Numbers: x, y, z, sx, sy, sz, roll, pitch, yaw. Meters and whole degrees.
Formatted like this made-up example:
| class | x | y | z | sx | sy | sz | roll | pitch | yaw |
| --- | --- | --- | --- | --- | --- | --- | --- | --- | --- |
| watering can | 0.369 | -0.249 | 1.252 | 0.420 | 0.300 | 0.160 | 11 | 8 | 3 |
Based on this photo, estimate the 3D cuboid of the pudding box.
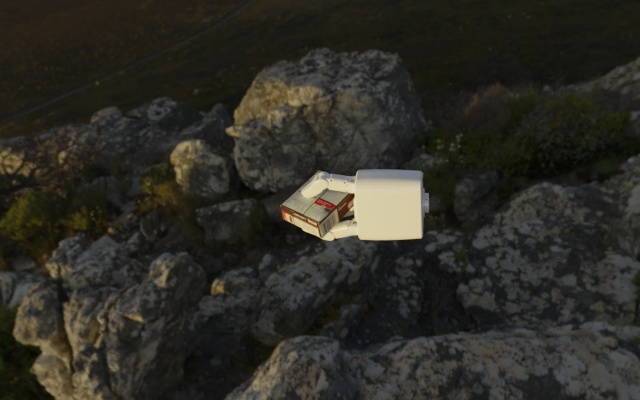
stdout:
| class | x | y | z | sx | sy | sz | roll | pitch | yaw |
| --- | --- | --- | --- | --- | --- | --- | --- | --- | --- |
| pudding box | 0.000 | 0.003 | 0.827 | 0.090 | 0.039 | 0.113 | 23 | 51 | 32 |
